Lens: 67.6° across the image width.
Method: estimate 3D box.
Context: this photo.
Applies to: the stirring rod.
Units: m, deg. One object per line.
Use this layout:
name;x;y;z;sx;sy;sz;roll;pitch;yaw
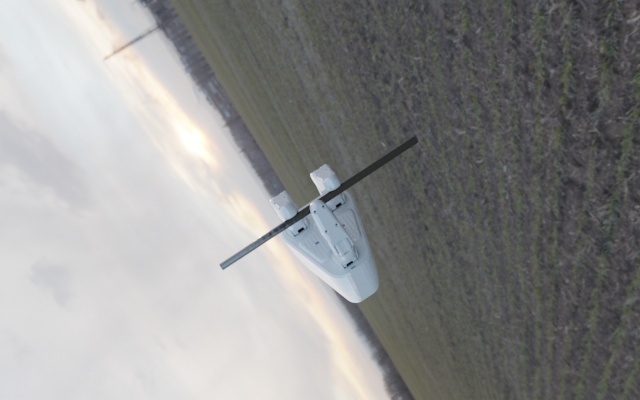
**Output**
stirring rod;0.000;0.002;0.492;0.239;0.011;0.011;-33;3;-4
